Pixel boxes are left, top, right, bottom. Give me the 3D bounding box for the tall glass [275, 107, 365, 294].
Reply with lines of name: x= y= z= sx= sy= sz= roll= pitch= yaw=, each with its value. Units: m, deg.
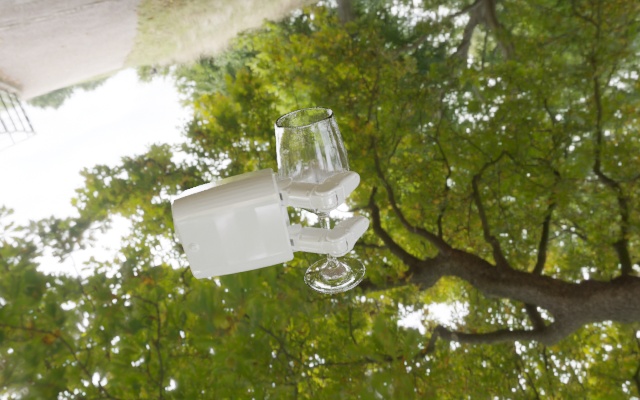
tall glass: x=0.000 y=0.002 z=0.534 sx=0.079 sy=0.201 sz=0.079 roll=-9 pitch=26 yaw=4
